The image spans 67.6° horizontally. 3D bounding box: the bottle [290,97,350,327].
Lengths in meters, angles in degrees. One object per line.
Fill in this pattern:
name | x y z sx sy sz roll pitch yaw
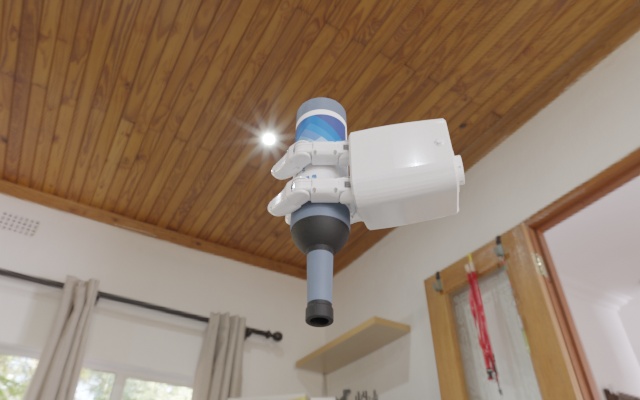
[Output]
bottle | 0.000 0.002 0.549 0.069 0.295 0.069 0 -39 0
